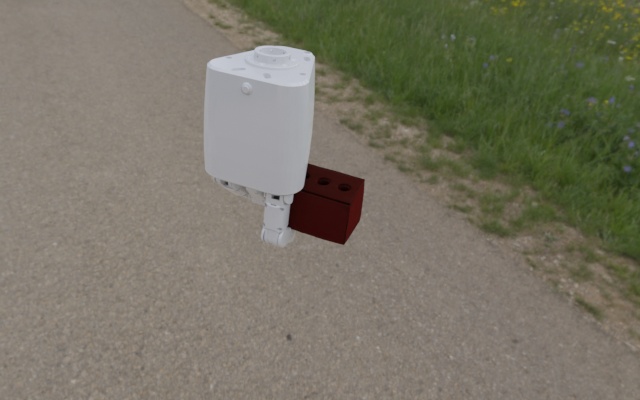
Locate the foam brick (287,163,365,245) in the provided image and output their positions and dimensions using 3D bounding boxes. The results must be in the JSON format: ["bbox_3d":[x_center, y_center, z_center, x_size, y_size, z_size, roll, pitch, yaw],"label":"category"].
[{"bbox_3d":[0.000,0.002,0.485,0.078,0.051,0.053,16,33,14],"label":"foam brick"}]
